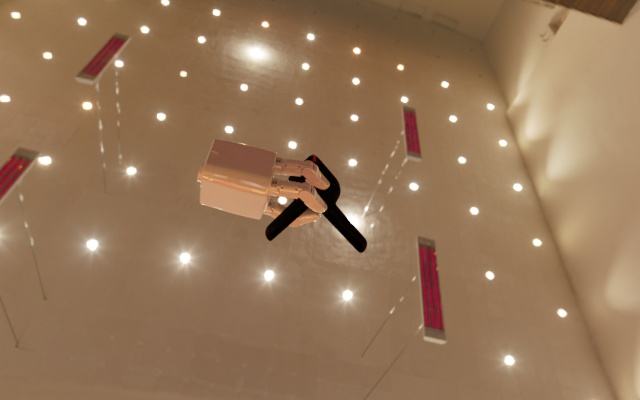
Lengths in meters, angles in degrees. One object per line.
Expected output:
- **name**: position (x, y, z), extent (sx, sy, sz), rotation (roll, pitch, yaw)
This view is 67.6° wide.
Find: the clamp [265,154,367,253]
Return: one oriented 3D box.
- **clamp**: position (0.000, 0.003, 0.814), extent (0.164, 0.209, 0.036), rotation (14, -47, -9)
